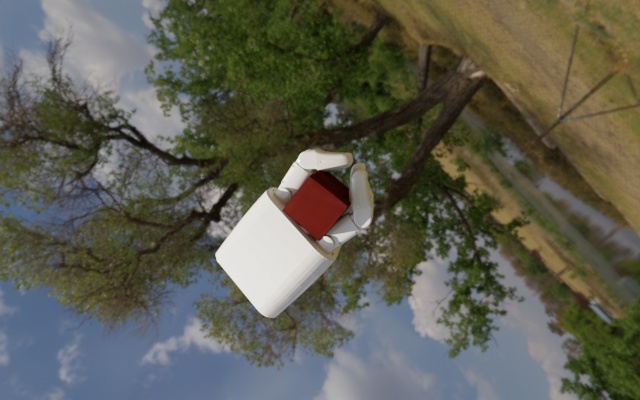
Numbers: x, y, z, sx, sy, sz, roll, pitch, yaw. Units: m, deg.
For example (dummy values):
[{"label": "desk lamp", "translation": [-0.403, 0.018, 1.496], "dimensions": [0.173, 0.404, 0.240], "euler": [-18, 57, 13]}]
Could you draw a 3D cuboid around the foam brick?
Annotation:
[{"label": "foam brick", "translation": [0.000, 0.002, 0.528], "dimensions": [0.053, 0.051, 0.078], "euler": [40, 14, 0]}]
